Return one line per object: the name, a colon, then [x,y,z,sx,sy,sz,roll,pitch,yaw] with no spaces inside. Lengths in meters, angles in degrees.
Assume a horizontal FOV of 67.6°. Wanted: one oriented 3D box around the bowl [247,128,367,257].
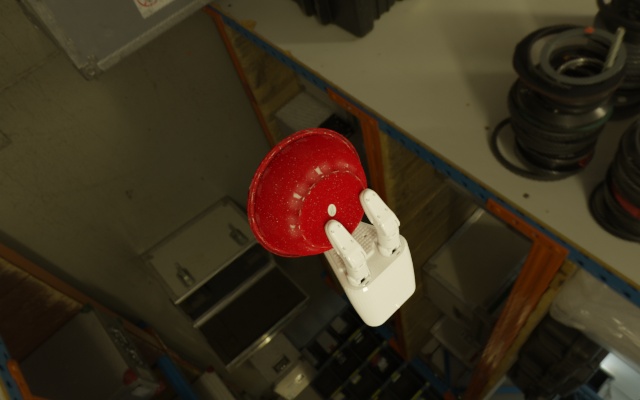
bowl: [0.000,0.001,0.546,0.162,0.162,0.055,0,20,-36]
